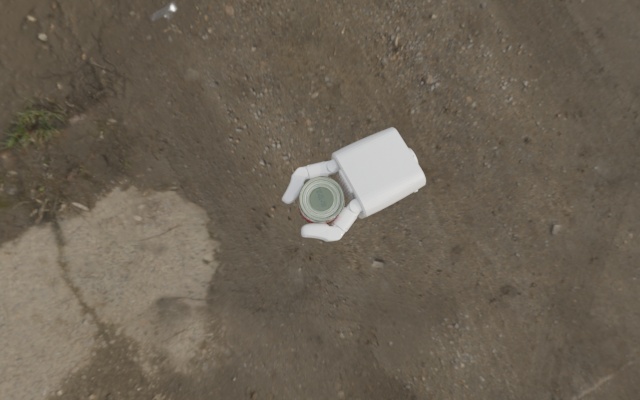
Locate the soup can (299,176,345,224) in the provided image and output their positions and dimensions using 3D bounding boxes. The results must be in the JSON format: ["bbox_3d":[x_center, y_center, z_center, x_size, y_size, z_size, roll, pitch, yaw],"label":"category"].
[{"bbox_3d":[0.000,0.002,0.729,0.068,0.068,0.102,0,-5,-2],"label":"soup can"}]
